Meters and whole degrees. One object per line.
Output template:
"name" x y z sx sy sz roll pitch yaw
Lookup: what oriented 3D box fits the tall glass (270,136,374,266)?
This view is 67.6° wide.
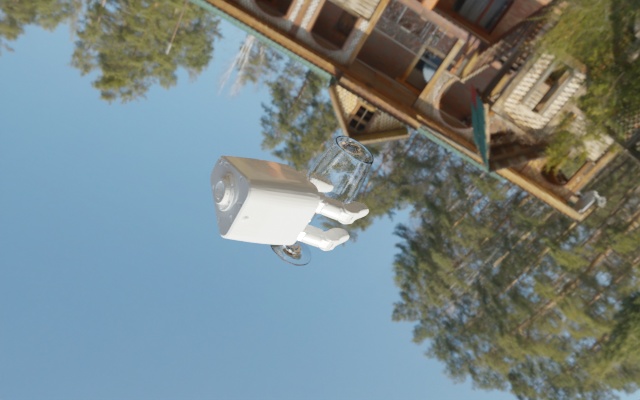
"tall glass" 0.000 0.003 0.706 0.079 0.201 0.079 25 29 -15
